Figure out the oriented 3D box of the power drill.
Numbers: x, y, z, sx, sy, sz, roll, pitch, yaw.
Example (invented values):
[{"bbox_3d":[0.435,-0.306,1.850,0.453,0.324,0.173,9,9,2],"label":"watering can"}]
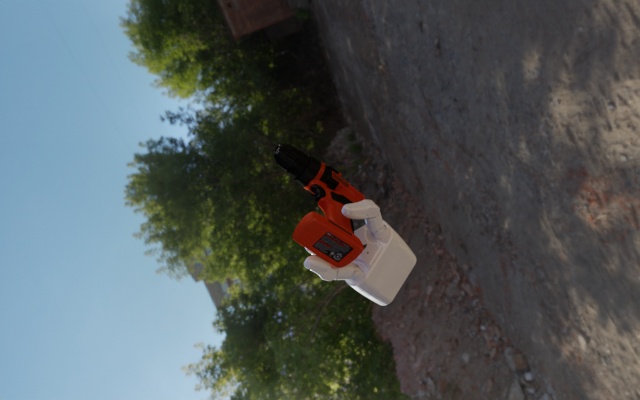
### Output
[{"bbox_3d":[0.000,0.003,0.745,0.184,0.057,0.187,33,29,-20],"label":"power drill"}]
